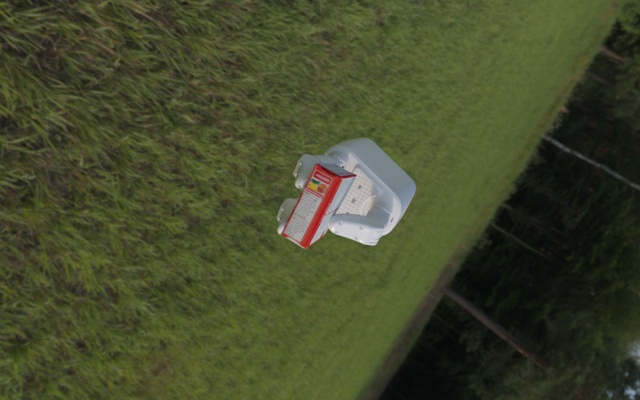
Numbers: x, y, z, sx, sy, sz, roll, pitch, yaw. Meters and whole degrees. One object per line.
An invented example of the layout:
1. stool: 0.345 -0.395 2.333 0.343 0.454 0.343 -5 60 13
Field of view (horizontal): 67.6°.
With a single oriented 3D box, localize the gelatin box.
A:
1. gelatin box: 0.000 0.002 0.462 0.030 0.073 0.089 29 10 8
